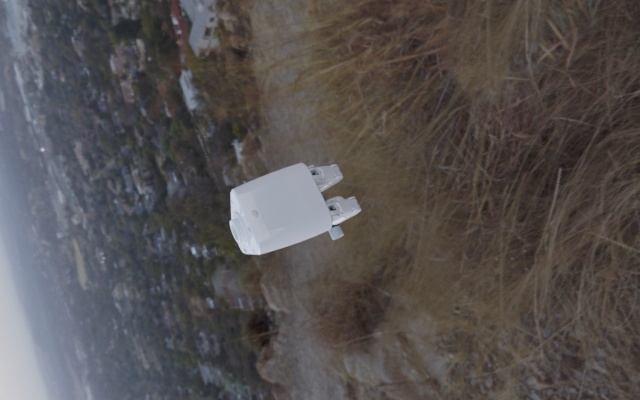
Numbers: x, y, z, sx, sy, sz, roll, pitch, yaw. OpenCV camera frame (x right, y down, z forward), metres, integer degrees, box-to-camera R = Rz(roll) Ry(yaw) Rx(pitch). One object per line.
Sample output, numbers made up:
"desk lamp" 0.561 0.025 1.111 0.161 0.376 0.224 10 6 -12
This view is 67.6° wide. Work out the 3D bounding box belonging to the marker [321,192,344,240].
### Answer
"marker" 0.000 0.002 0.721 0.020 0.121 0.020 -25 -14 -7
